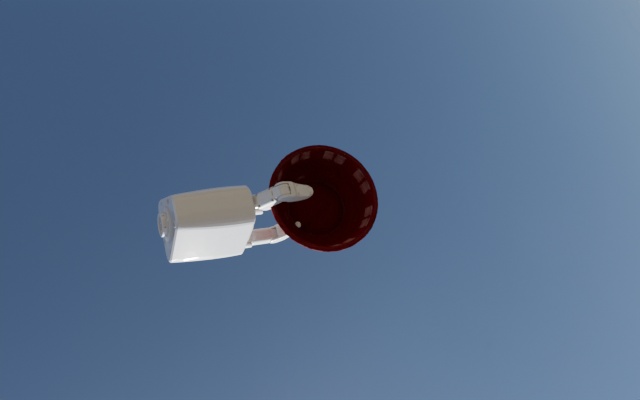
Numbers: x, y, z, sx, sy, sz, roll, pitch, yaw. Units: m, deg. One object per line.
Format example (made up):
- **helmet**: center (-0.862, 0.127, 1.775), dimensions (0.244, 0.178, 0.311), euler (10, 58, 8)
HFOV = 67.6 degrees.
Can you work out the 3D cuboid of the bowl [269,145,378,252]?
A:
- **bowl**: center (0.001, 0.003, 0.703), dimensions (0.162, 0.162, 0.055), euler (0, -19, -15)
